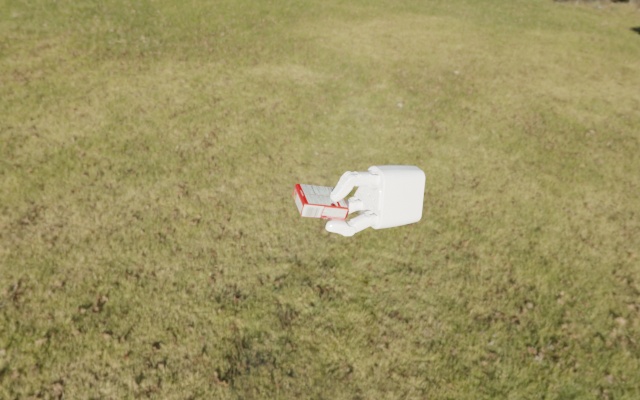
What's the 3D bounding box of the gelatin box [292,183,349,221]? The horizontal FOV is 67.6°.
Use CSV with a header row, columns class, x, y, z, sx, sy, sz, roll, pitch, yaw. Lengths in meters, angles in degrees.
class,x,y,z,sx,sy,sz,roll,pitch,yaw
gelatin box,0.000,0.002,0.872,0.089,0.030,0.073,6,30,-21
